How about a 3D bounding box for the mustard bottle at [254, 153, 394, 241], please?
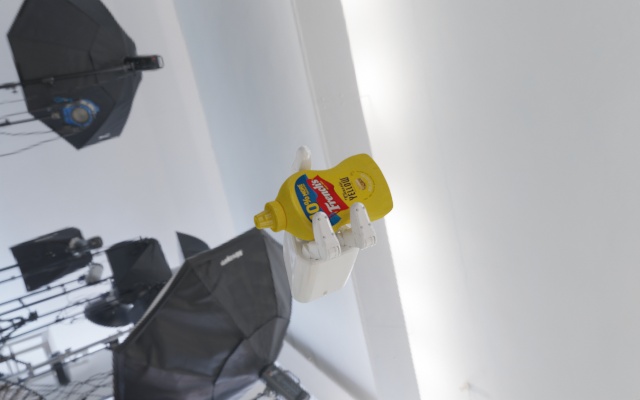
[{"bbox_3d":[0.000,0.002,0.646,0.191,0.096,0.058,-18,-14,-26],"label":"mustard bottle"}]
